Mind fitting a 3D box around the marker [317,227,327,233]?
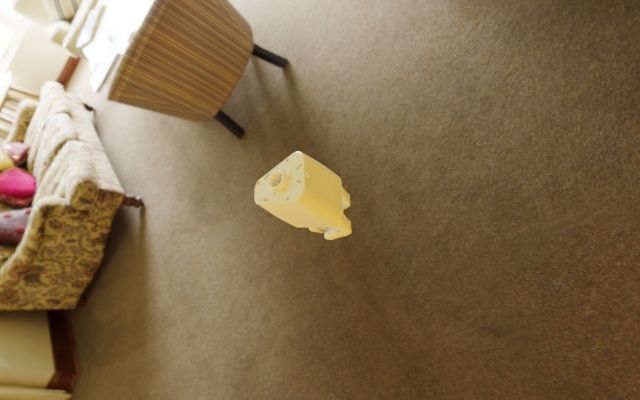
[{"bbox_3d":[0.000,0.003,0.898,0.020,0.121,0.020,-2,-29,-1],"label":"marker"}]
